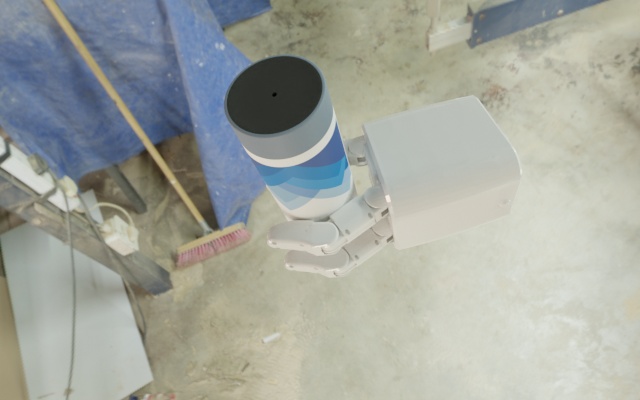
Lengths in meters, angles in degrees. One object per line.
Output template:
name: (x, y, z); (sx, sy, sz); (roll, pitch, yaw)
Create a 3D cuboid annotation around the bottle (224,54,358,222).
bottle: (0.000, 0.001, 0.424); (0.069, 0.069, 0.296); (0, -27, 13)
